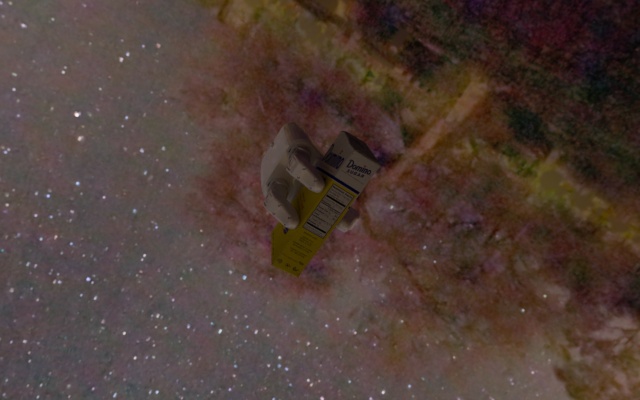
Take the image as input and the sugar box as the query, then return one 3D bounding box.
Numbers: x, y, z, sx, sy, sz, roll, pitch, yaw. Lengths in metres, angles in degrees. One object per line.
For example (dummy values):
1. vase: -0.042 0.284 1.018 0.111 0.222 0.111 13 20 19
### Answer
1. sugar box: 0.000 0.002 0.600 0.048 0.176 0.093 28 16 -17
